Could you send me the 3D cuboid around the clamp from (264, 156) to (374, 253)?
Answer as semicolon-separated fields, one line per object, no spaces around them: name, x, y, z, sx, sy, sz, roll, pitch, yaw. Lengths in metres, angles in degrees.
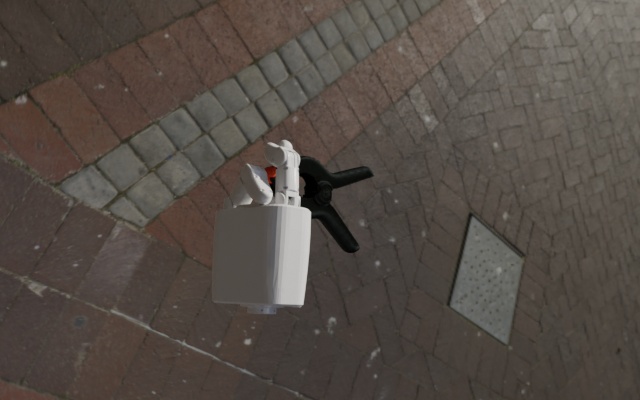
clamp;0.000;0.002;0.609;0.171;0.120;0.039;10;-14;-35
